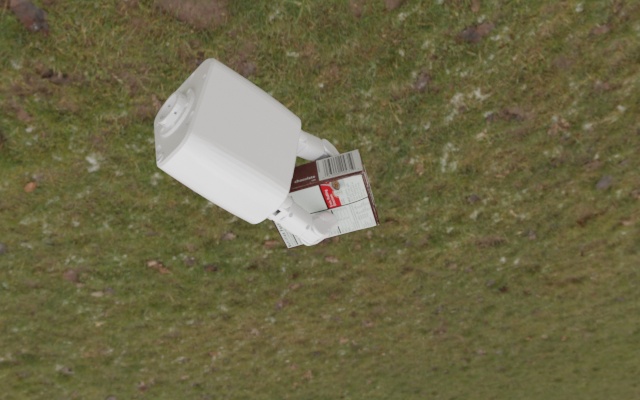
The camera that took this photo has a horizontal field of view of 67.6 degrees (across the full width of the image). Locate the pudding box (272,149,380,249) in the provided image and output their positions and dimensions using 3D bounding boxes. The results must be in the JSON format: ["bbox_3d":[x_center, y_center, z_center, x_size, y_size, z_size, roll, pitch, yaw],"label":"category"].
[{"bbox_3d":[0.000,0.002,0.518,0.113,0.039,0.090,-14,-43,8],"label":"pudding box"}]
